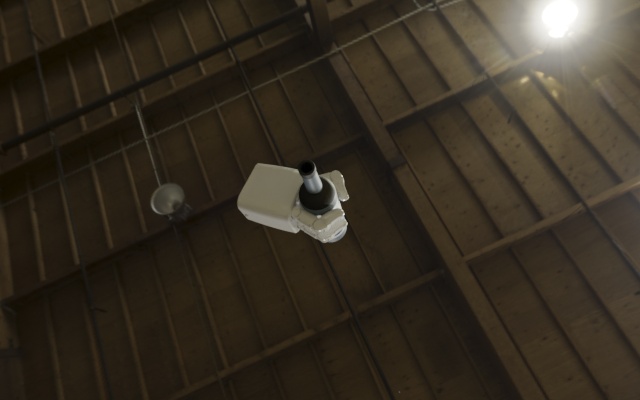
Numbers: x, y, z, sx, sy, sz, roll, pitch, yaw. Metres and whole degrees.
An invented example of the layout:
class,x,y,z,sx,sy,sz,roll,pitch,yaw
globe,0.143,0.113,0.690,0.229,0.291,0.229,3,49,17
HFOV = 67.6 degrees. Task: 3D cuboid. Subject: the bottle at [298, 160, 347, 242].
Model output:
class,x,y,z,sx,sy,sz,roll,pitch,yaw
bottle,0.000,0.003,0.876,0.069,0.069,0.296,0,-22,9
